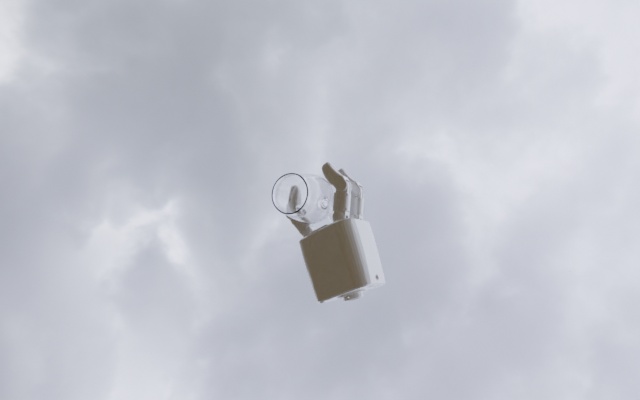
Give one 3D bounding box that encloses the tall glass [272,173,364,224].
[{"bbox_3d":[0.000,0.003,0.781,0.079,0.079,0.201,0,-8,28],"label":"tall glass"}]
